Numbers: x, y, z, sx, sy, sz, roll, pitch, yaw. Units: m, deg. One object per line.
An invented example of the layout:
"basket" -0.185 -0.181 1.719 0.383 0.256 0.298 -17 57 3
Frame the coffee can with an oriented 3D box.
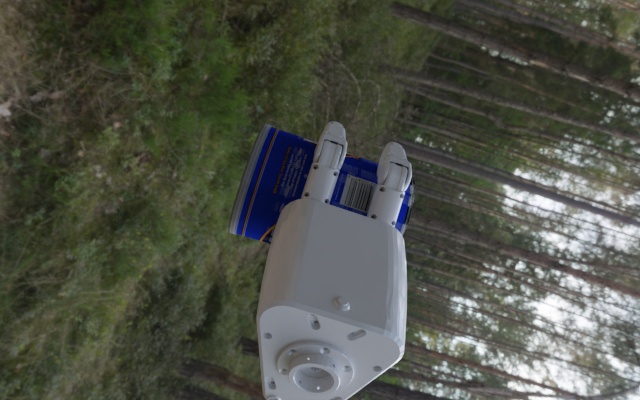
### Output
"coffee can" 0.000 0.001 0.434 0.140 0.103 0.103 18 -2 -5
